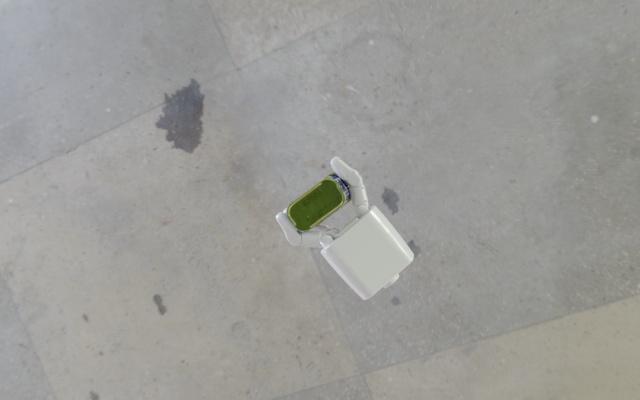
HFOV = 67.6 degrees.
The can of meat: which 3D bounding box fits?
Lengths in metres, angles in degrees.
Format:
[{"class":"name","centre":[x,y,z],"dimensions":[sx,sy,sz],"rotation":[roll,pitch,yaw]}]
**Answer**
[{"class":"can of meat","centre":[0.000,0.002,0.771],"dimensions":[0.102,0.057,0.084],"rotation":[-37,0,14]}]
